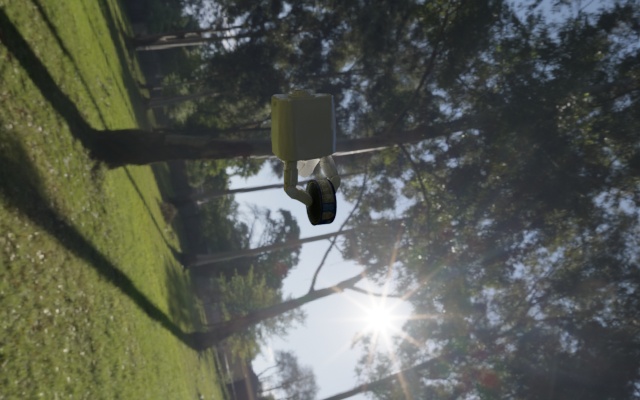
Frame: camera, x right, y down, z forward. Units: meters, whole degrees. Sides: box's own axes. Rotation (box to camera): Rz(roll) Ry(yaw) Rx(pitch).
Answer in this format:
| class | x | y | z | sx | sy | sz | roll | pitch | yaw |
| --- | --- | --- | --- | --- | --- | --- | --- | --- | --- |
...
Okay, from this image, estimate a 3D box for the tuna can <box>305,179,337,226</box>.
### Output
| class | x | y | z | sx | sy | sz | roll | pitch | yaw |
| --- | --- | --- | --- | --- | --- | --- | --- | --- | --- |
| tuna can | 0.001 | 0.003 | 0.875 | 0.034 | 0.086 | 0.086 | -5 | 1 | -19 |
